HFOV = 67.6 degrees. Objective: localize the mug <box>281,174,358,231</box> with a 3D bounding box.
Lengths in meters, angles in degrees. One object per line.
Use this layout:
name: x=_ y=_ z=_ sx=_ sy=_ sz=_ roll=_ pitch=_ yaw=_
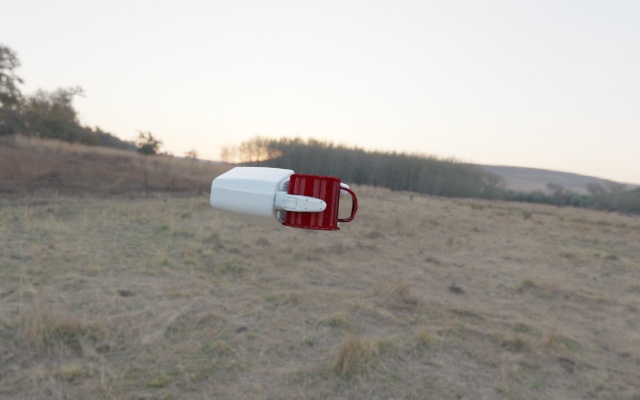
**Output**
mug: x=0.002 y=0.002 z=0.748 sx=0.117 sy=0.081 sz=0.093 roll=6 pitch=2 yaw=13
